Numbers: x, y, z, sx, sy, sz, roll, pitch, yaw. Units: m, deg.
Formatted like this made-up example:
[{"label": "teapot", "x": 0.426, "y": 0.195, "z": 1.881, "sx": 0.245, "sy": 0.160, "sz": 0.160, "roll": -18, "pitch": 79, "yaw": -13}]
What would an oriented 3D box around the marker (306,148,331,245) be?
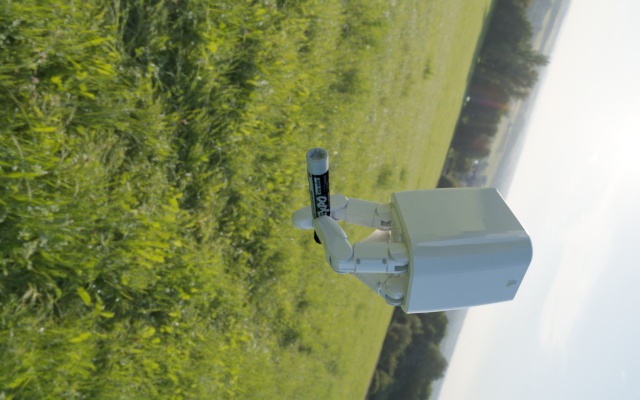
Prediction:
[{"label": "marker", "x": 0.000, "y": 0.001, "z": 0.444, "sx": 0.020, "sy": 0.020, "sz": 0.121, "roll": 0, "pitch": -42, "yaw": 4}]
